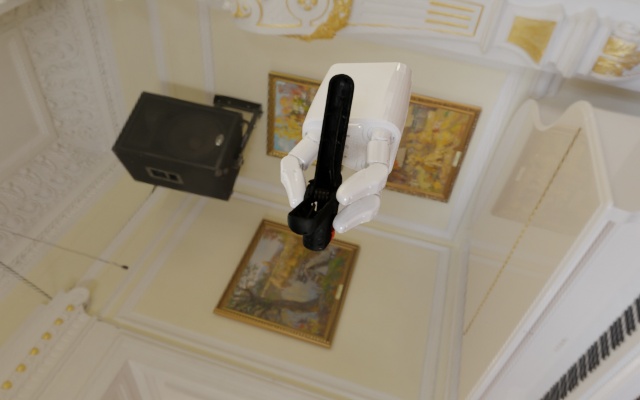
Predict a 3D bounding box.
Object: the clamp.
[{"bbox_3d":[-0.001,0.002,0.488,0.036,0.164,0.210,13,-34,7],"label":"clamp"}]
